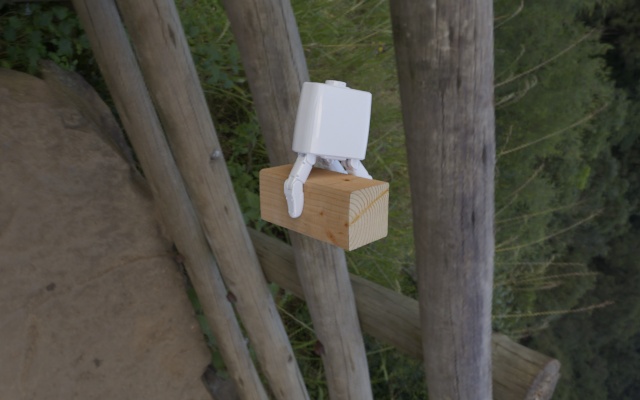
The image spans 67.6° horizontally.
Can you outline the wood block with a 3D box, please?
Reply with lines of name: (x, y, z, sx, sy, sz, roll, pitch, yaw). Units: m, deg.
wood block: (0.000, 0.002, 0.774, 0.091, 0.090, 0.206, -15, 22, -42)
